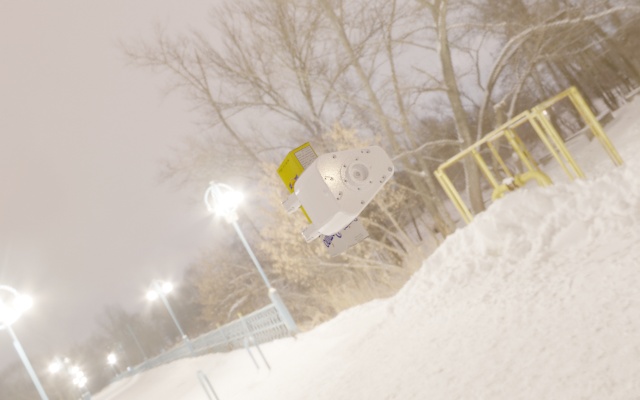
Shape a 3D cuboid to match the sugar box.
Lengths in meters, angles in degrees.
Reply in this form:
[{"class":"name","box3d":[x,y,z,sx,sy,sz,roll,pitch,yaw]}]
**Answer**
[{"class":"sugar box","box3d":[0.000,0.003,0.771,0.048,0.176,0.093,-29,-6,-23]}]
